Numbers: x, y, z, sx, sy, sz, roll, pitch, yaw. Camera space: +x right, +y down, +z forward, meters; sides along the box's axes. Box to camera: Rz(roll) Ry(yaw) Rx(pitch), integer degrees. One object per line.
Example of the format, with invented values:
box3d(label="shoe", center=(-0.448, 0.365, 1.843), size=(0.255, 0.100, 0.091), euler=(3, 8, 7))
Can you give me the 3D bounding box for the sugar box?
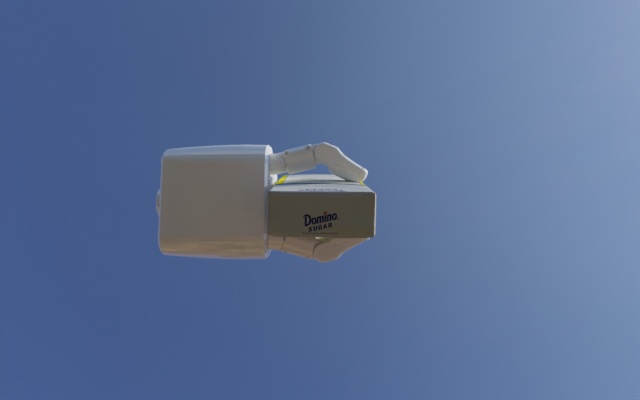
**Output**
box3d(label="sugar box", center=(0.000, 0.002, 0.483), size=(0.093, 0.048, 0.176), euler=(1, 9, 0))
